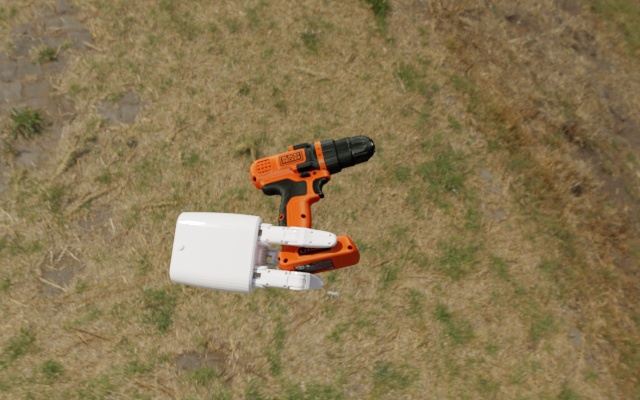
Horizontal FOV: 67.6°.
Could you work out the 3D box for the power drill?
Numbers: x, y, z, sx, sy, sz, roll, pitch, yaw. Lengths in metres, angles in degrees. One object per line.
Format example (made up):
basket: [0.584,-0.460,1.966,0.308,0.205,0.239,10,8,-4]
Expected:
power drill: [0.000,0.003,0.659,0.184,0.187,0.057,-15,-30,7]
